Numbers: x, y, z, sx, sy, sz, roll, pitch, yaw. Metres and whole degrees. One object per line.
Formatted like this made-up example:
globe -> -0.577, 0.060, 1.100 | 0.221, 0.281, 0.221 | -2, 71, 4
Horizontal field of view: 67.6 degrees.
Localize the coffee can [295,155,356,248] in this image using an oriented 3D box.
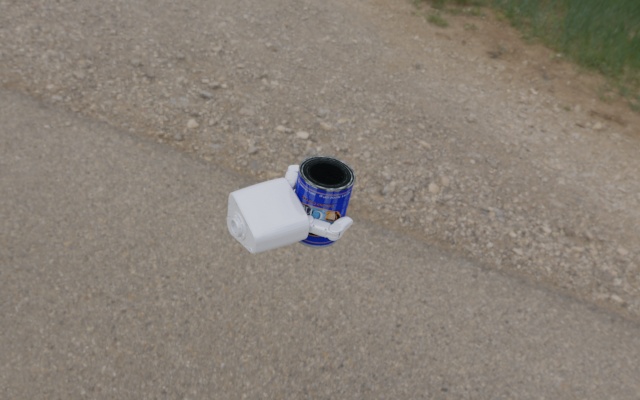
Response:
coffee can -> 0.000, 0.003, 0.878 | 0.103, 0.140, 0.102 | 8, 39, -6
